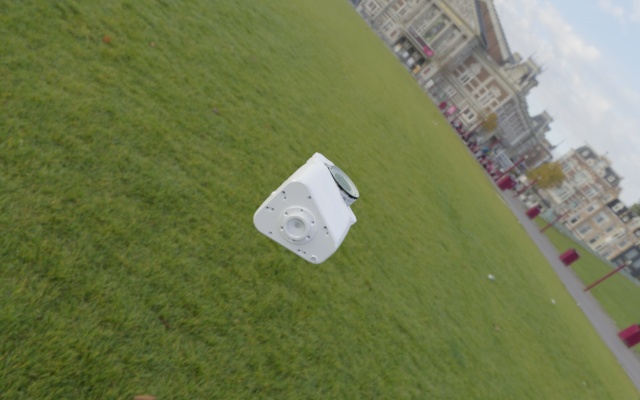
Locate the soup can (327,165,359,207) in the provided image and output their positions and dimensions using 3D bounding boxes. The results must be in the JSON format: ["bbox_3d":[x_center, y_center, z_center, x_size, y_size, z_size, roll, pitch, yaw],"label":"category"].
[{"bbox_3d":[0.000,0.002,0.733,0.102,0.068,0.068,-42,-16,19],"label":"soup can"}]
